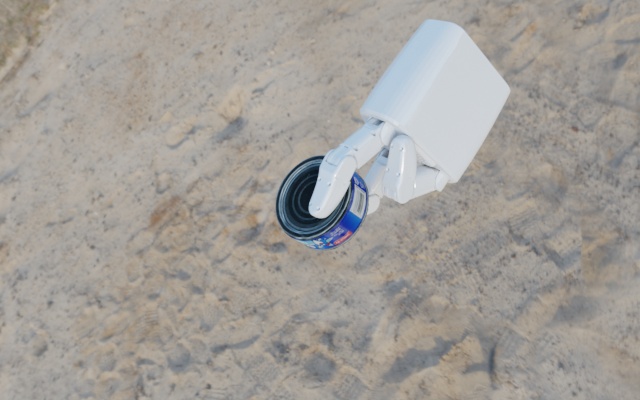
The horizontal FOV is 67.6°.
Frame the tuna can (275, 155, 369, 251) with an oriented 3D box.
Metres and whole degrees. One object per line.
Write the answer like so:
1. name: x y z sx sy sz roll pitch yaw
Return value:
1. tuna can: 0.000 0.001 0.447 0.086 0.086 0.034 0 -21 35
